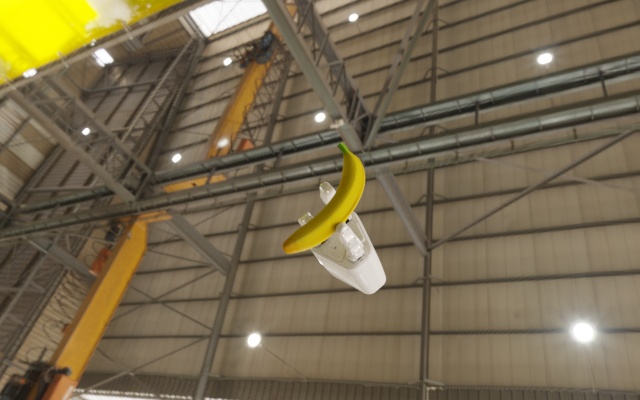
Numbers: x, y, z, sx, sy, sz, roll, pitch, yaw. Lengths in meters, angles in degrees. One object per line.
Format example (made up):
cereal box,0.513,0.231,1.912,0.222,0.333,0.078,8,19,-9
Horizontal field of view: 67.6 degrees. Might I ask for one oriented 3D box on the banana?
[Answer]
banana,0.018,0.005,0.718,0.069,0.197,0.037,19,-23,25
